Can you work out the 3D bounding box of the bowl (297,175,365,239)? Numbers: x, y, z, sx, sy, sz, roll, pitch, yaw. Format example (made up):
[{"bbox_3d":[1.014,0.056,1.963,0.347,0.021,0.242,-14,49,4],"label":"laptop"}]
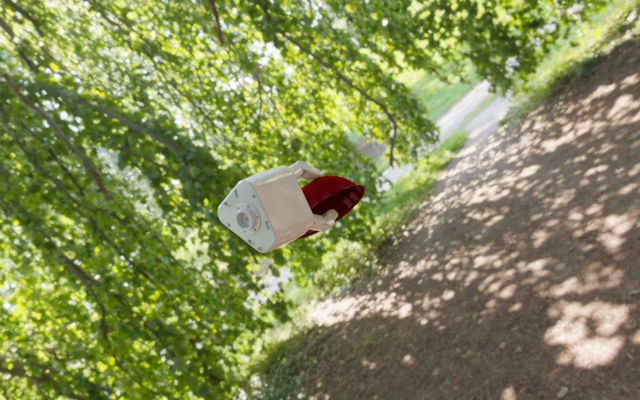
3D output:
[{"bbox_3d":[0.000,0.003,0.876,0.162,0.055,0.162,-29,-19,-11],"label":"bowl"}]
